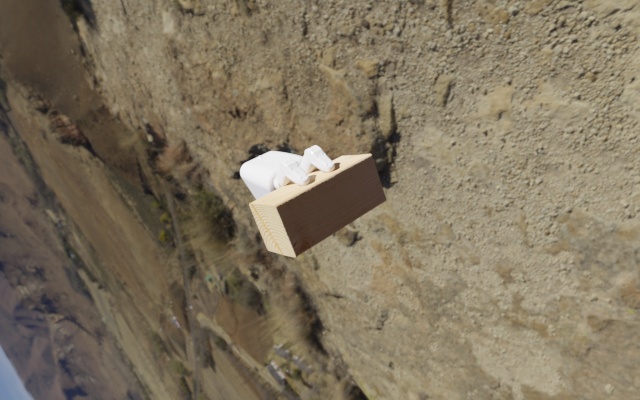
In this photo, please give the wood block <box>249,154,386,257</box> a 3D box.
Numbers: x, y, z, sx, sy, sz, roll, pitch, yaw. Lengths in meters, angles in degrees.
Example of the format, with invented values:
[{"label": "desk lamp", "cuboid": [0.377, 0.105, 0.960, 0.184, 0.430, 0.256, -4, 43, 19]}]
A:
[{"label": "wood block", "cuboid": [0.000, 0.003, 0.801, 0.206, 0.091, 0.090, -30, 18, -31]}]
